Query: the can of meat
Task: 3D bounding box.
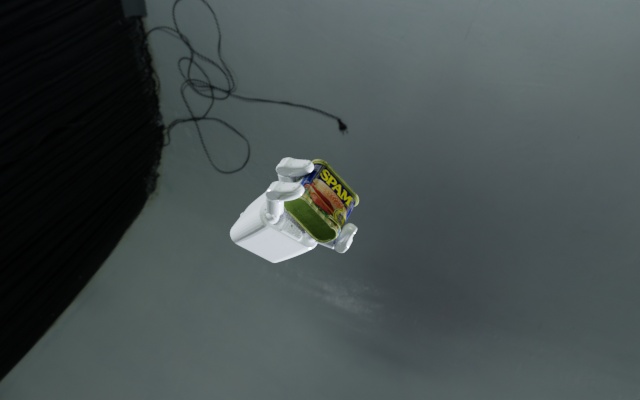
[{"bbox_3d":[0.000,0.003,0.735,0.057,0.102,0.084,-26,24,45],"label":"can of meat"}]
